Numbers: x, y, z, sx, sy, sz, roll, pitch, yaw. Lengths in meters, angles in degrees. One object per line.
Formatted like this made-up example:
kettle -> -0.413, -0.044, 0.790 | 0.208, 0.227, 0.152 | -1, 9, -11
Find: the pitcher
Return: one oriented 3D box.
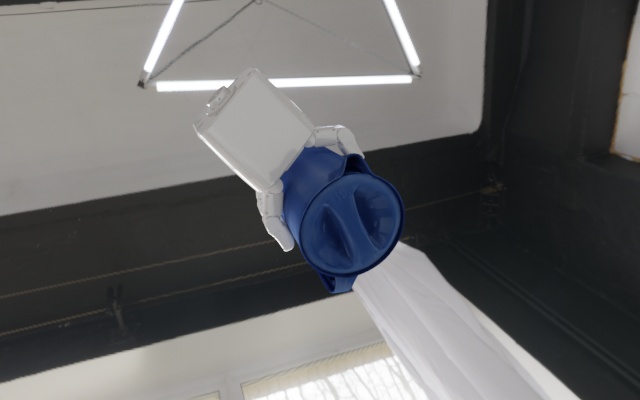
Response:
pitcher -> 0.000, 0.002, 0.657 | 0.145, 0.149, 0.242 | 43, 2, -28
